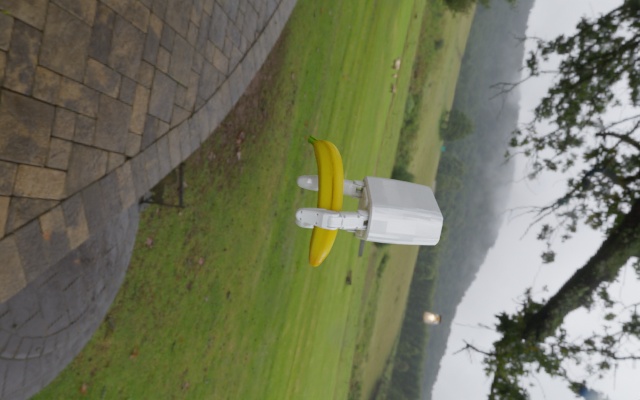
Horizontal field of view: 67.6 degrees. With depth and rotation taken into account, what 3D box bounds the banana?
[{"bbox_3d":[0.007,-0.003,0.693,0.037,0.197,0.069,4,-9,-22],"label":"banana"}]
